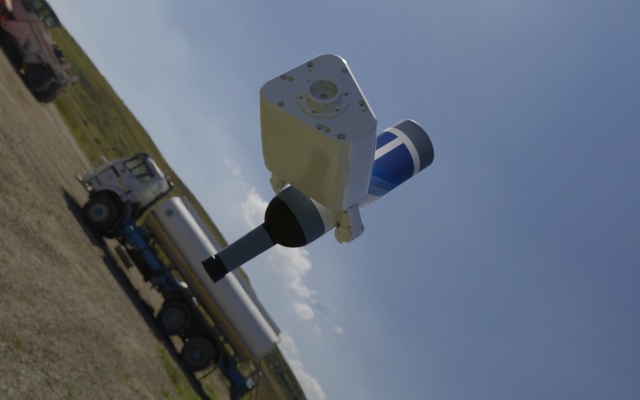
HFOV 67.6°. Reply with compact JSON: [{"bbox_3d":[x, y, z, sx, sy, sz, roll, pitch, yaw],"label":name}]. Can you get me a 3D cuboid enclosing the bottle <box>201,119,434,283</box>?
[{"bbox_3d":[0.000,0.002,0.547,0.295,0.069,0.069,-32,11,-19],"label":"bottle"}]
